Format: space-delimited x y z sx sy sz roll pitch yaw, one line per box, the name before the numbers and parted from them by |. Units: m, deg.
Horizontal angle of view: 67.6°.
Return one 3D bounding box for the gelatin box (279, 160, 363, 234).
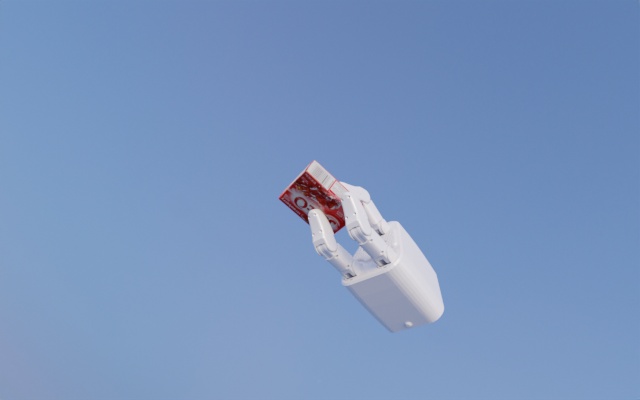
gelatin box | 0.000 0.002 0.624 0.073 0.089 0.030 -42 9 45
